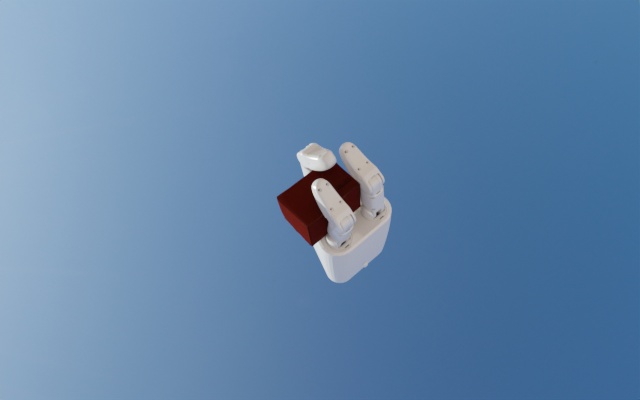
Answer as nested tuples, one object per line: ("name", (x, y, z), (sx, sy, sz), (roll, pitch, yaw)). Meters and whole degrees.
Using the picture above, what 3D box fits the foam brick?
("foam brick", (0.000, 0.002, 0.531), (0.078, 0.053, 0.051), (-38, -26, -16))
